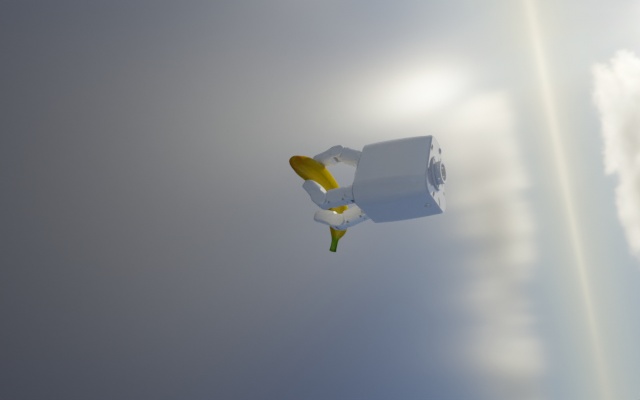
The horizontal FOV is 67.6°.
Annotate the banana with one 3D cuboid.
[{"bbox_3d":[0.008,-0.007,0.780,0.037,0.198,0.069,-4,38,30],"label":"banana"}]
